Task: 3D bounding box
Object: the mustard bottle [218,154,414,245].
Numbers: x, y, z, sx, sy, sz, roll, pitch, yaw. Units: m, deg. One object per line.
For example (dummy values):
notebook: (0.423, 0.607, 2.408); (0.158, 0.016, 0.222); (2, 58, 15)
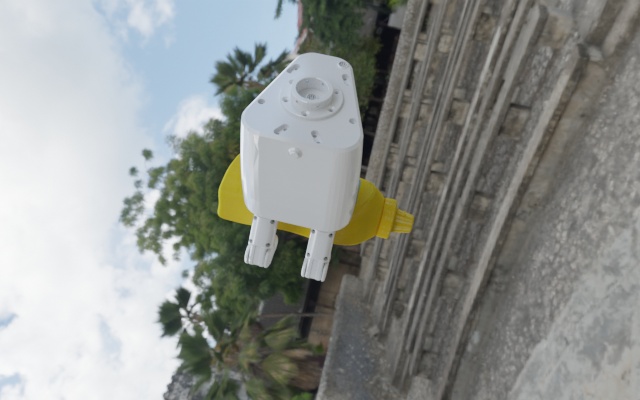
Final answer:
mustard bottle: (0.000, 0.002, 0.490); (0.191, 0.058, 0.096); (13, 30, 4)
